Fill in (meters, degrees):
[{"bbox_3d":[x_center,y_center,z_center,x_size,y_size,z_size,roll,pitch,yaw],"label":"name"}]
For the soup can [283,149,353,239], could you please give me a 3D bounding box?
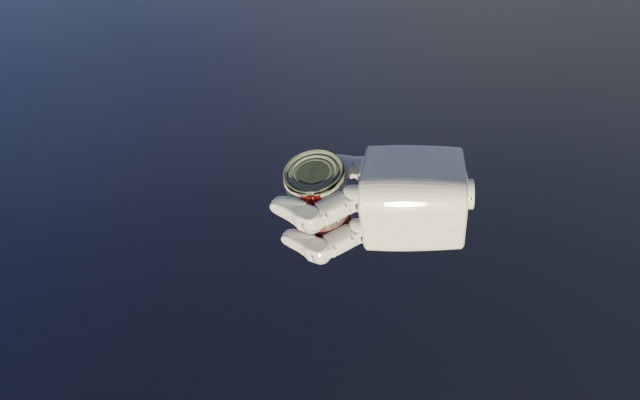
[{"bbox_3d":[0.000,0.001,0.536,0.068,0.068,0.102,0,-41,12],"label":"soup can"}]
